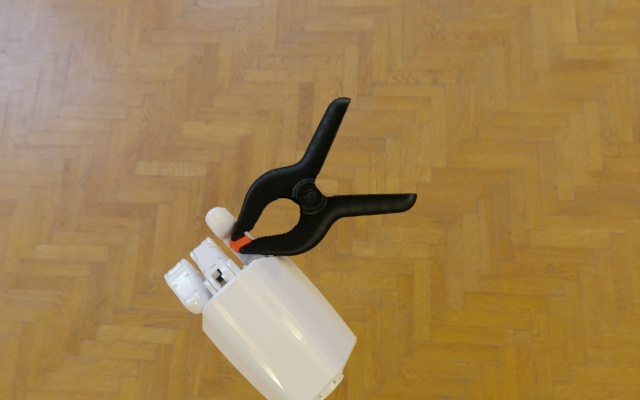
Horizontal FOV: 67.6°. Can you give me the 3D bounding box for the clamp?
[{"bbox_3d":[0.000,0.001,0.427,0.171,0.120,0.039,-43,-6,-6],"label":"clamp"}]
